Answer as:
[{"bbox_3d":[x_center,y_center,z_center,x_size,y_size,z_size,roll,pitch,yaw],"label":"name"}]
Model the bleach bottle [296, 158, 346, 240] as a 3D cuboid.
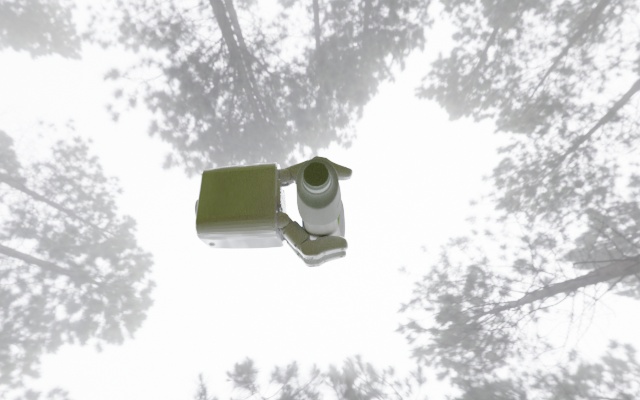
[{"bbox_3d":[0.000,0.002,0.635,0.068,0.102,0.251,-4,-18,1],"label":"bleach bottle"}]
